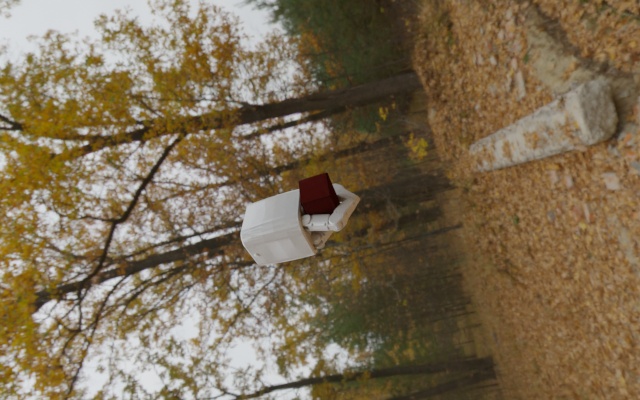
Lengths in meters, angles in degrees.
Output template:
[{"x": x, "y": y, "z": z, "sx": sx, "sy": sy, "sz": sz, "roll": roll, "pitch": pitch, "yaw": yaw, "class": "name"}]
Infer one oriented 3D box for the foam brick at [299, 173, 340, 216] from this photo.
[{"x": 0.000, "y": 0.002, "z": 0.792, "sx": 0.051, "sy": 0.053, "sz": 0.078, "roll": -14, "pitch": -41, "yaw": 10, "class": "foam brick"}]
